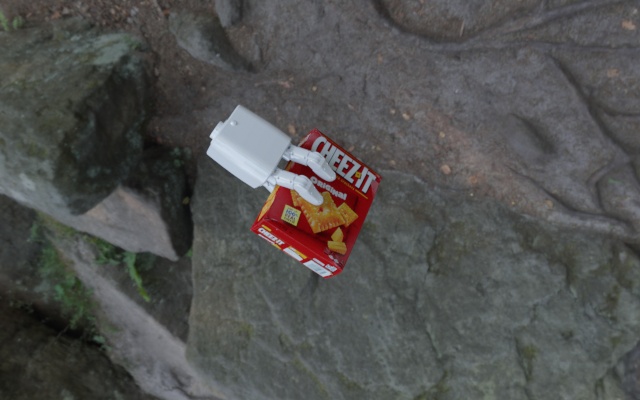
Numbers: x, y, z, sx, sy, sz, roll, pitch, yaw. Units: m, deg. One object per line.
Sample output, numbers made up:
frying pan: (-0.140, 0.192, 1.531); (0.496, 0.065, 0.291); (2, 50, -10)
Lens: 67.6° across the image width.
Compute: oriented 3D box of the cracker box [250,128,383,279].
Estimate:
cracker box: (0.000, 0.003, 0.844); (0.164, 0.213, 0.072); (35, -31, -14)
